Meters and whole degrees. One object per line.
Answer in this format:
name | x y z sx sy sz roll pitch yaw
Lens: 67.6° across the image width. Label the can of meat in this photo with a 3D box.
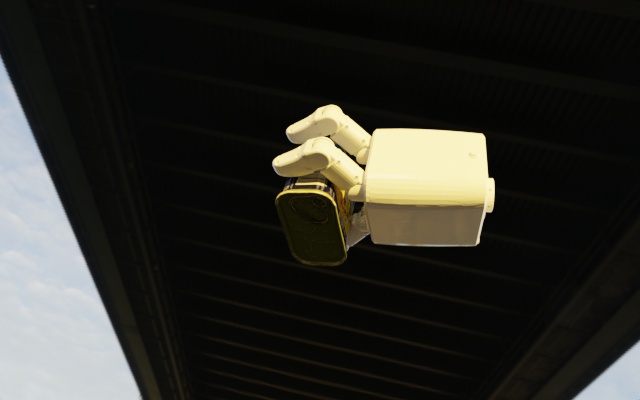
can of meat | 0.000 0.001 0.483 0.057 0.102 0.084 0 43 16
